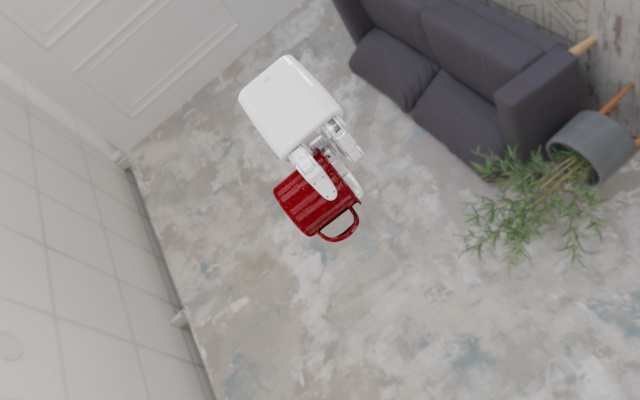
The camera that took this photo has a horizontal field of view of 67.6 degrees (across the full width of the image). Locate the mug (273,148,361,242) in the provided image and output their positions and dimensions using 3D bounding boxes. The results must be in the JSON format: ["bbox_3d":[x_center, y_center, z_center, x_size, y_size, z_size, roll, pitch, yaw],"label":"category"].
[{"bbox_3d":[0.001,0.003,0.614,0.081,0.117,0.093,-38,-15,3],"label":"mug"}]
